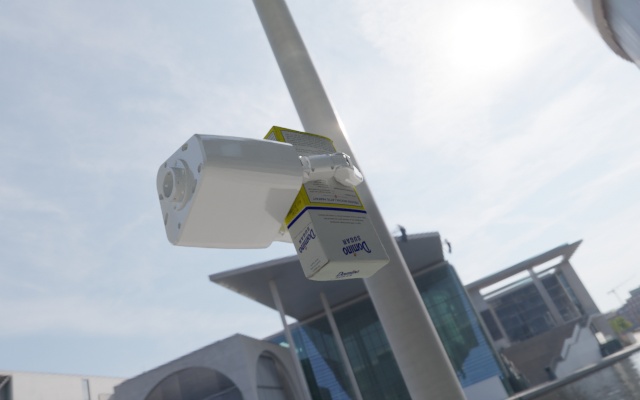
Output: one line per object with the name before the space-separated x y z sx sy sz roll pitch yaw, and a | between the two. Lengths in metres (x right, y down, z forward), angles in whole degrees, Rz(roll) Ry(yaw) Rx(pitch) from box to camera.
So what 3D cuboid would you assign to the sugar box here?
sugar box | 0.000 0.002 0.528 0.093 0.176 0.048 6 -37 -41
